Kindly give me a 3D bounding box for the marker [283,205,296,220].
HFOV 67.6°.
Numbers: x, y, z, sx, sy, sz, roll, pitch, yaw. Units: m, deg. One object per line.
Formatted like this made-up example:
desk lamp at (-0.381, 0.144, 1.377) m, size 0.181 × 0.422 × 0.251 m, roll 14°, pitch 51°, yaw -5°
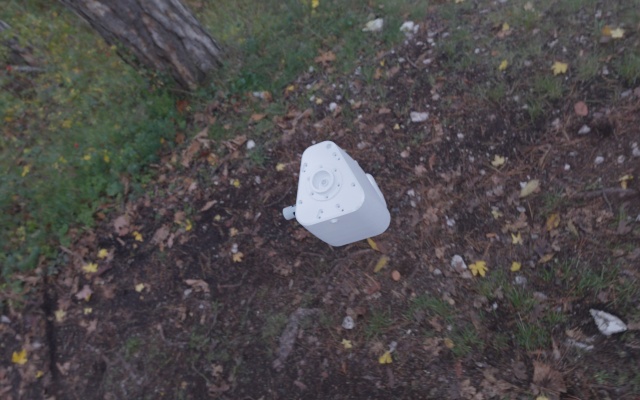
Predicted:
marker at (0.000, 0.002, 0.725) m, size 0.121 × 0.020 × 0.020 m, roll -19°, pitch -6°, yaw 17°
